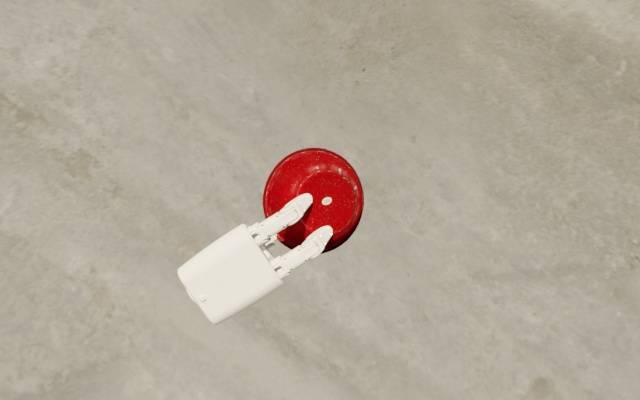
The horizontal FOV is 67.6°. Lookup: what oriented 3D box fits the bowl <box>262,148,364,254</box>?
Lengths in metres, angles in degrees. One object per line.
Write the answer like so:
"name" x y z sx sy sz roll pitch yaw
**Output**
"bowl" 0.001 0.001 0.697 0.162 0.162 0.055 0 2 -20
